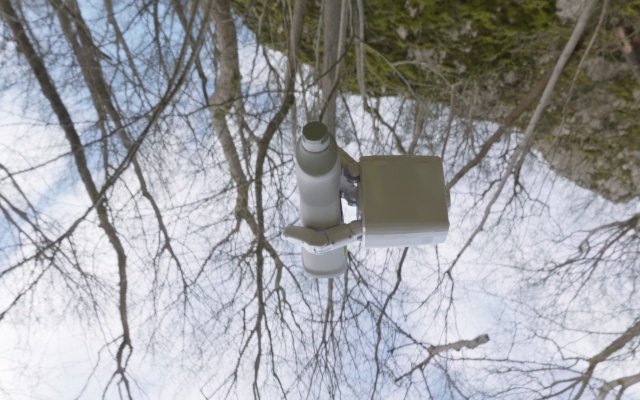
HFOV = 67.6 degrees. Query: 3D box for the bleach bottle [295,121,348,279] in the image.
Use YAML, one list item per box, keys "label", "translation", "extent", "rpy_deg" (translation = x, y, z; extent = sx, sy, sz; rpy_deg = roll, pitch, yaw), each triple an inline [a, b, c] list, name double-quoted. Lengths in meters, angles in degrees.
- label: "bleach bottle"
  translation: [0.000, 0.002, 0.614]
  extent: [0.068, 0.102, 0.251]
  rpy_deg: [-3, -34, 2]
